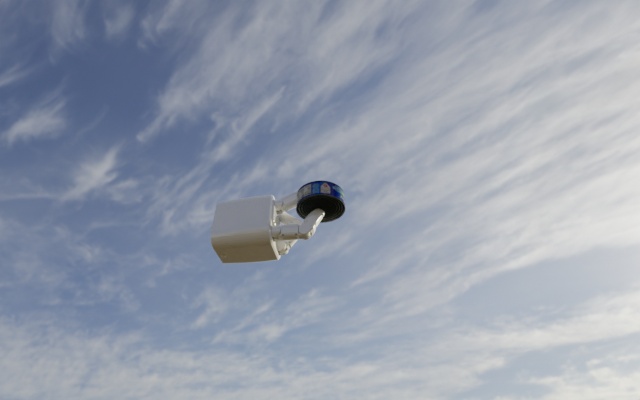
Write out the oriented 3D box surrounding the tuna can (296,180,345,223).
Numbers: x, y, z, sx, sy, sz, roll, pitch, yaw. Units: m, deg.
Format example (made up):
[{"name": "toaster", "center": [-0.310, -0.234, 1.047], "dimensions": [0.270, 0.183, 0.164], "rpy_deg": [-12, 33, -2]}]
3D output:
[{"name": "tuna can", "center": [0.000, 0.002, 0.839], "dimensions": [0.086, 0.033, 0.086], "rpy_deg": [-1, -35, 0]}]
